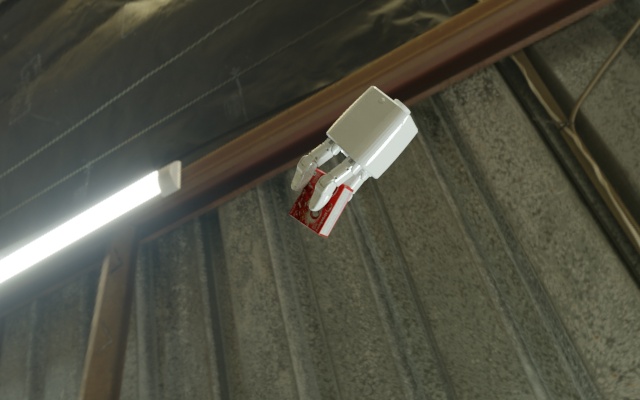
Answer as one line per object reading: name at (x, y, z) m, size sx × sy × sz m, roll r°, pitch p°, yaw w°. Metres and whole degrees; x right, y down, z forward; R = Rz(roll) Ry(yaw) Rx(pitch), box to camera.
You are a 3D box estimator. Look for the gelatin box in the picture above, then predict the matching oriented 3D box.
gelatin box at (0.000, 0.003, 0.765) m, size 0.073 × 0.089 × 0.030 m, roll 32°, pitch 4°, yaw 36°
